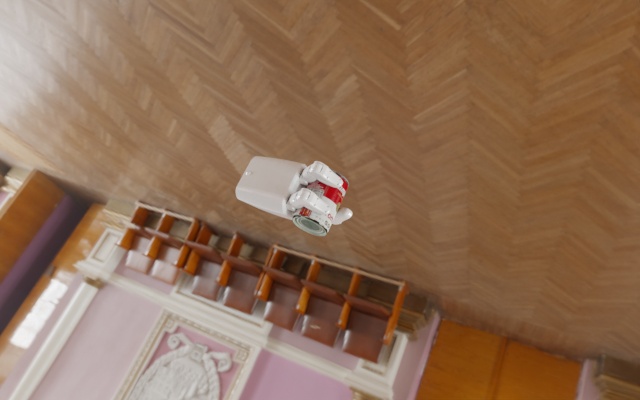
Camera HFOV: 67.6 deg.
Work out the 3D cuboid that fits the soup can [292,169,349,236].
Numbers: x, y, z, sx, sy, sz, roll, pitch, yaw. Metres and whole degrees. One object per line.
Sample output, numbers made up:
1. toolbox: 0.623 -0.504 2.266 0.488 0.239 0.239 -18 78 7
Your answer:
1. soup can: 0.000 0.003 0.839 0.068 0.102 0.068 21 -23 9
